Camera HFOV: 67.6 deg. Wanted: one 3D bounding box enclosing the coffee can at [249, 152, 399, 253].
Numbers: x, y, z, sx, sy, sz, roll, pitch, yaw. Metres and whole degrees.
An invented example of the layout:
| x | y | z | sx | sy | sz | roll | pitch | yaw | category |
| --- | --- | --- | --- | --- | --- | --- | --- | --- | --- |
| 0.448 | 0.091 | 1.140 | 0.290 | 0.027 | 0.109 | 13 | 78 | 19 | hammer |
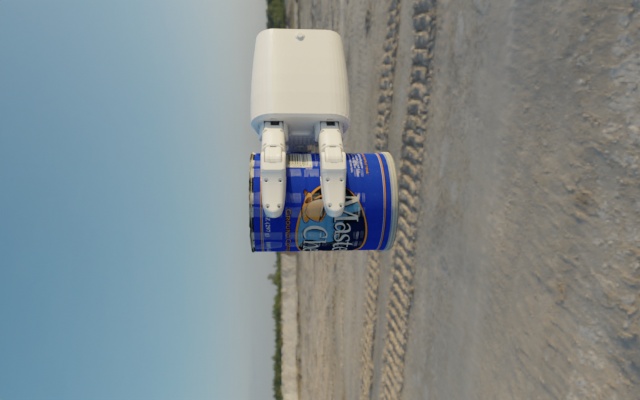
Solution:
| x | y | z | sx | sy | sz | roll | pitch | yaw | category |
| --- | --- | --- | --- | --- | --- | --- | --- | --- | --- |
| 0.000 | 0.002 | 0.491 | 0.140 | 0.103 | 0.103 | 0 | 0 | -5 | coffee can |
